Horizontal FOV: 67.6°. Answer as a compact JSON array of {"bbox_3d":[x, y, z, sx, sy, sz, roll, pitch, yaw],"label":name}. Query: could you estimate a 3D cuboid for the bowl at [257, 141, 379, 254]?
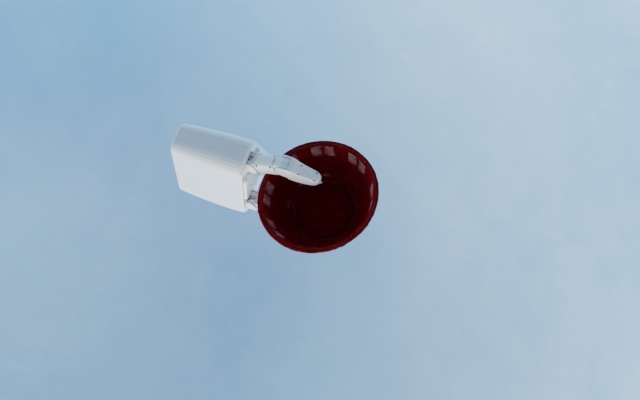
[{"bbox_3d":[0.001,0.003,0.640,0.162,0.162,0.055,0,-25,13],"label":"bowl"}]
